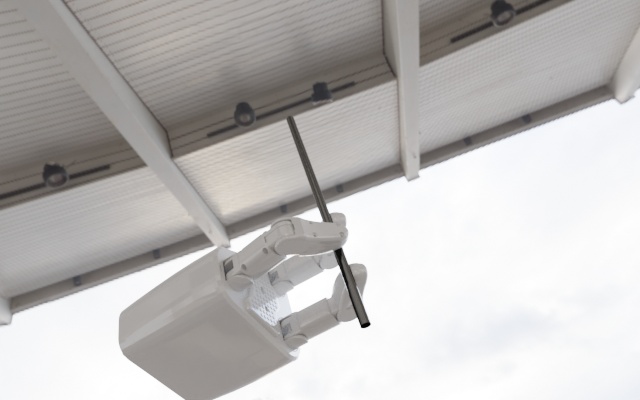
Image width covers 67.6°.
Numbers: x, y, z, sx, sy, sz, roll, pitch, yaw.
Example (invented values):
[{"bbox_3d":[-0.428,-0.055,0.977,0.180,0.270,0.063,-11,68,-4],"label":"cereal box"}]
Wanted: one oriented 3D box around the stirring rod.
[{"bbox_3d":[0.000,0.001,0.406,0.011,0.239,0.011,-11,-43,-10],"label":"stirring rod"}]
